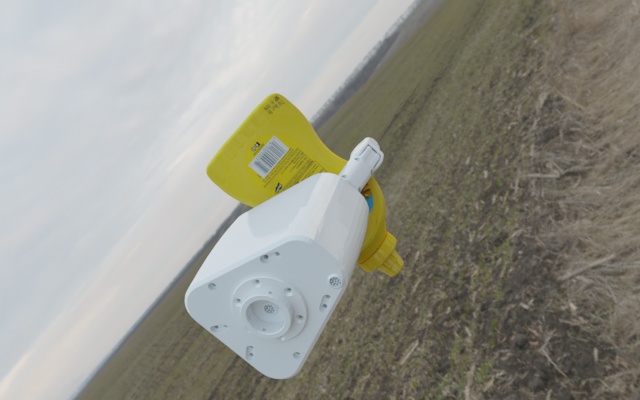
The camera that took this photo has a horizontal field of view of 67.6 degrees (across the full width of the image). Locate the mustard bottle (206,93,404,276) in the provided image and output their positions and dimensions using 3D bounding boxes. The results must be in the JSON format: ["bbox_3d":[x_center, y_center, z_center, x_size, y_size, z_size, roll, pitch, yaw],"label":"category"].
[{"bbox_3d":[0.000,0.001,0.428,0.191,0.096,0.058,41,-1,-7],"label":"mustard bottle"}]
